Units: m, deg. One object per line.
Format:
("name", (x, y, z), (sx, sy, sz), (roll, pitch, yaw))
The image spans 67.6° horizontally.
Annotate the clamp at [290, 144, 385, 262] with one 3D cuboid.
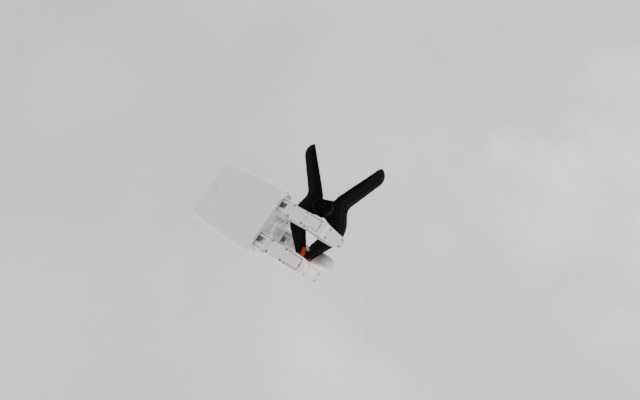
("clamp", (0.000, 0.003, 0.674), (0.120, 0.171, 0.039), (29, -14, 20))
